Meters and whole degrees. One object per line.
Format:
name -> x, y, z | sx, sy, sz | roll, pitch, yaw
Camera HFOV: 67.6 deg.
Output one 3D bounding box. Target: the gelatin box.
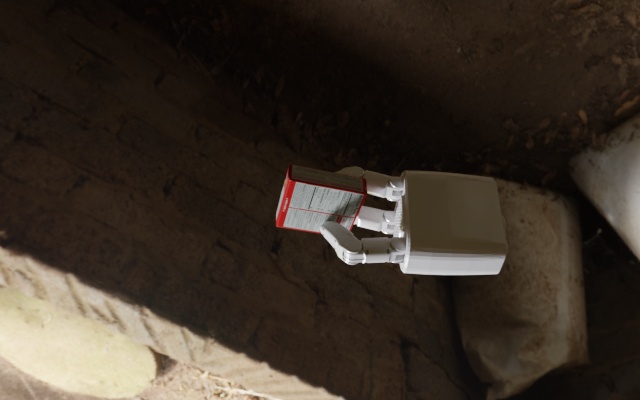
gelatin box -> 0.000, 0.002, 0.537 | 0.089, 0.073, 0.030 | 9, 42, -11
